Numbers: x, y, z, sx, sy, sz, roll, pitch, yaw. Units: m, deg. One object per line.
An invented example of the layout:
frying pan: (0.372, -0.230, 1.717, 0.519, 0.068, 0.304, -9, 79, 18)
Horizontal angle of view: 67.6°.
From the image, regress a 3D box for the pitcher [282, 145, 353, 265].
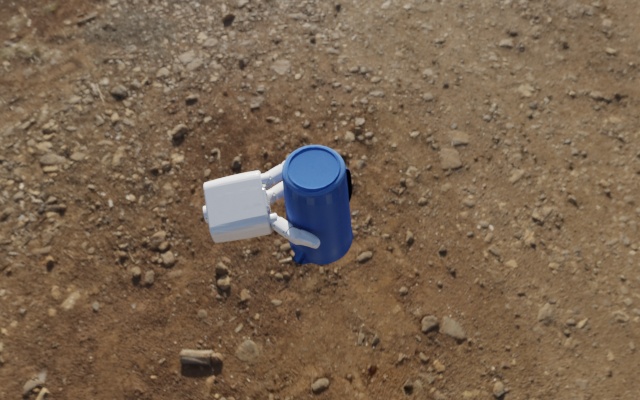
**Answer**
pitcher: (0.000, 0.003, 0.893, 0.145, 0.149, 0.243, -9, -33, -3)
